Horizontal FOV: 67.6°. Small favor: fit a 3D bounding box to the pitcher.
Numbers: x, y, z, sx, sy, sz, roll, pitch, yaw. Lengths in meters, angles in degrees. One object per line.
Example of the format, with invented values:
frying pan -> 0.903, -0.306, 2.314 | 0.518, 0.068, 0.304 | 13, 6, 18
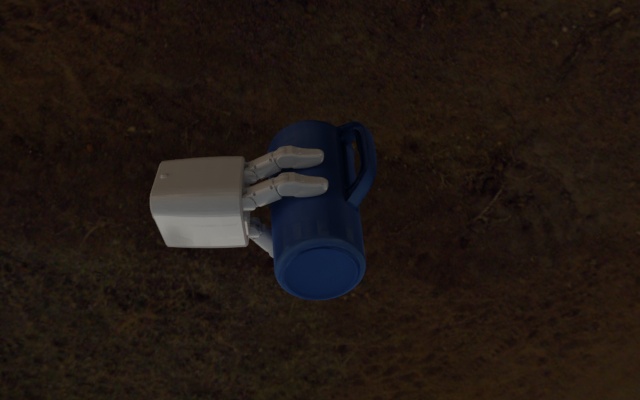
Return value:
pitcher -> 0.000, 0.002, 0.636 | 0.145, 0.149, 0.242 | 0, 40, -6
